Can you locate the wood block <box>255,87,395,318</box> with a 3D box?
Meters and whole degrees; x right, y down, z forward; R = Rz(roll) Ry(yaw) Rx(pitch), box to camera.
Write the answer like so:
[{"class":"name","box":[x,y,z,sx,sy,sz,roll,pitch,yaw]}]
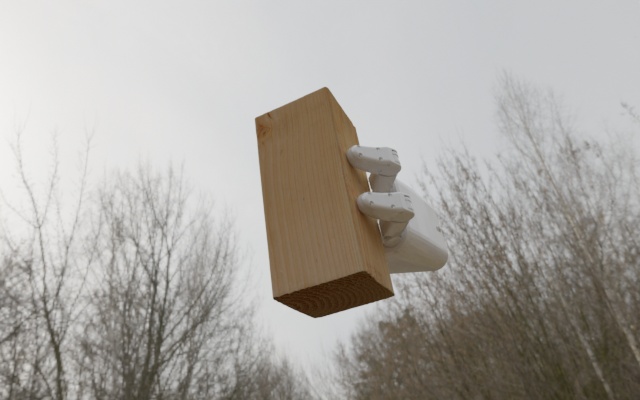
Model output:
[{"class":"wood block","box":[0.000,0.002,0.489,0.091,0.206,0.090,-21,-32,18]}]
